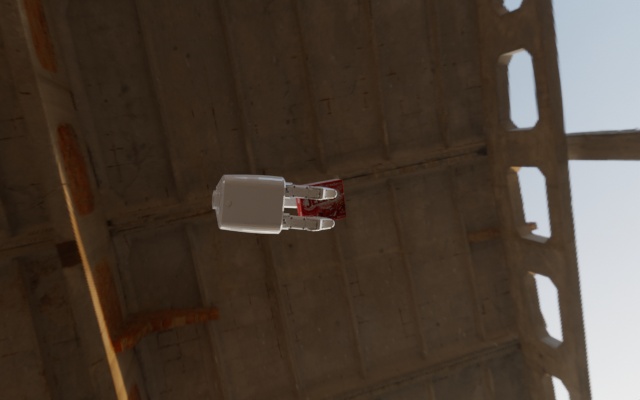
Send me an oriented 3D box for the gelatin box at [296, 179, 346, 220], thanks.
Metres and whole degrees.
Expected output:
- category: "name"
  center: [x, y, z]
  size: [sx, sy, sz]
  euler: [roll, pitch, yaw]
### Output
- category: "gelatin box"
  center: [0.000, 0.003, 0.879]
  size: [0.089, 0.073, 0.030]
  euler: [-11, 10, -21]
